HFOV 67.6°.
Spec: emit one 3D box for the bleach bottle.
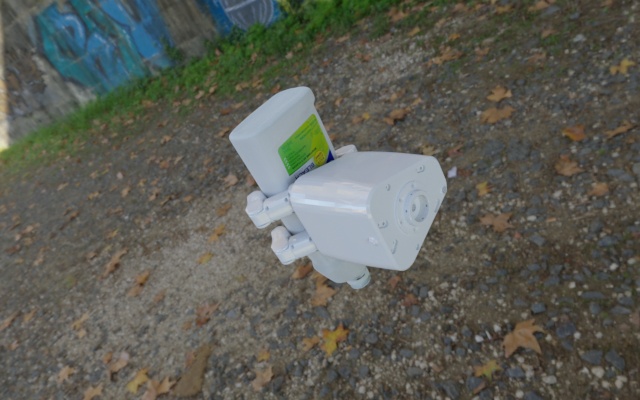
[{"bbox_3d":[0.000,0.002,0.560,0.068,0.251,0.102,5,44,48],"label":"bleach bottle"}]
